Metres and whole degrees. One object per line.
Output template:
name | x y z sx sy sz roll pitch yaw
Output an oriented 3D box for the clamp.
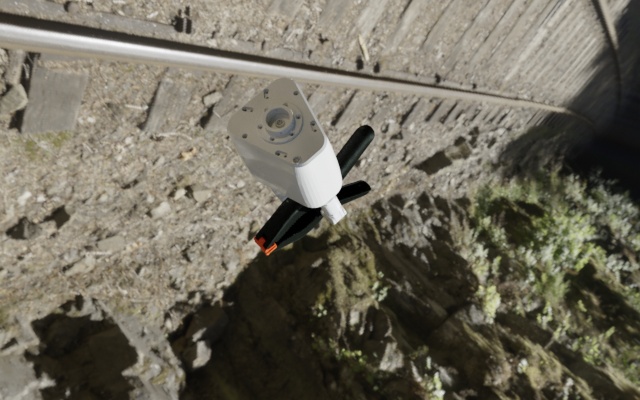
clamp | 0.000 0.003 0.671 0.036 0.210 0.165 45 -9 23
